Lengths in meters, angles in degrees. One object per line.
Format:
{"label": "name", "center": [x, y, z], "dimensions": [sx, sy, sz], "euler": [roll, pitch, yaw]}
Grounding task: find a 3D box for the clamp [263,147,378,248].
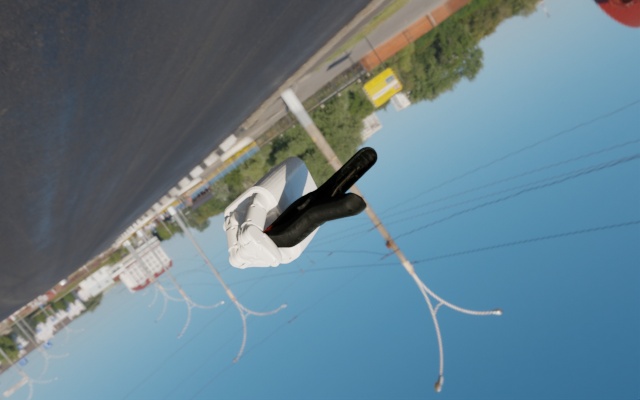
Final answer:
{"label": "clamp", "center": [0.000, 0.002, 0.565], "dimensions": [0.171, 0.039, 0.120], "euler": [-28, 18, 38]}
